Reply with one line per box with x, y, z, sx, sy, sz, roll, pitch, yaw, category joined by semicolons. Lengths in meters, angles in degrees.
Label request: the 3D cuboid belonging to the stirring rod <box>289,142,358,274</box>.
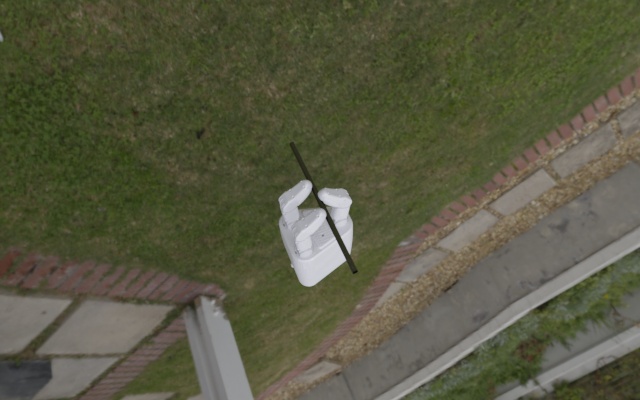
0.000;0.002;0.689;0.011;0.239;0.011;-19;-32;-12;stirring rod
